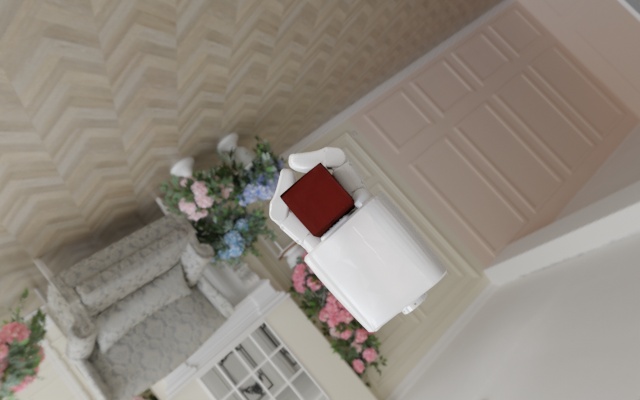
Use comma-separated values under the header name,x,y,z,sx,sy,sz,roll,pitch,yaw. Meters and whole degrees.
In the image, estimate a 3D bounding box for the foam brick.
name,x,y,z,sx,sy,sz,roll,pitch,yaw
foam brick,0.000,0.002,0.486,0.053,0.051,0.078,-41,-7,1
